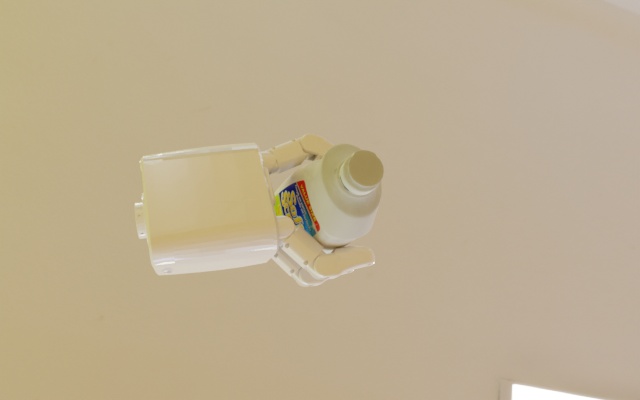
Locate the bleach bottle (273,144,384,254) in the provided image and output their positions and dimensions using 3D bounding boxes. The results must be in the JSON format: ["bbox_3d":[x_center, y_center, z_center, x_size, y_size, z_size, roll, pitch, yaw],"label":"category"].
[{"bbox_3d":[0.000,0.002,0.468,0.068,0.102,0.251,-8,-13,-17],"label":"bleach bottle"}]
